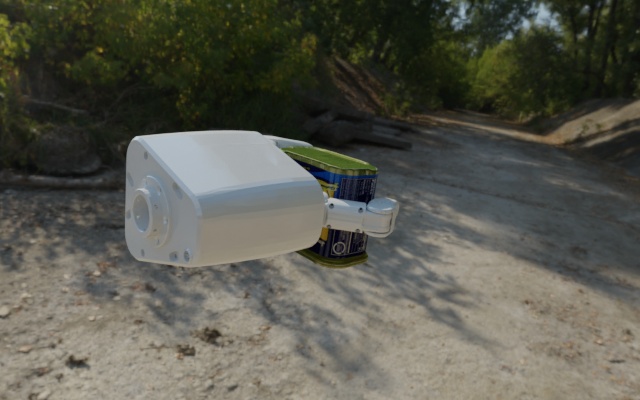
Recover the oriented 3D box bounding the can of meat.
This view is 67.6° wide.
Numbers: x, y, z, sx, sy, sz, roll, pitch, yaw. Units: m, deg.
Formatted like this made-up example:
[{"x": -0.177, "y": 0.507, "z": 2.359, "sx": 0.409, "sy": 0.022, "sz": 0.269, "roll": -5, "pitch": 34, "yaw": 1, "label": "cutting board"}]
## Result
[{"x": 0.000, "y": 0.001, "z": 0.425, "sx": 0.057, "sy": 0.084, "sz": 0.102, "roll": -6, "pitch": 20, "yaw": -42, "label": "can of meat"}]
